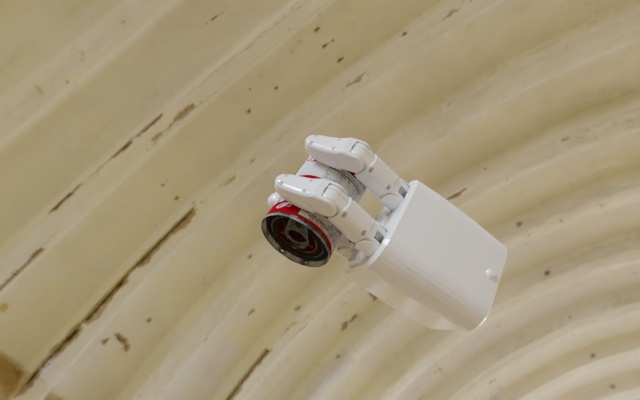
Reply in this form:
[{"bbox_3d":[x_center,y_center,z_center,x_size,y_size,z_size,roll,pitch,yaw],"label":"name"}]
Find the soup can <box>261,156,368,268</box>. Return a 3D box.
[{"bbox_3d":[0.000,0.001,0.445,0.068,0.068,0.102,0,44,39],"label":"soup can"}]
